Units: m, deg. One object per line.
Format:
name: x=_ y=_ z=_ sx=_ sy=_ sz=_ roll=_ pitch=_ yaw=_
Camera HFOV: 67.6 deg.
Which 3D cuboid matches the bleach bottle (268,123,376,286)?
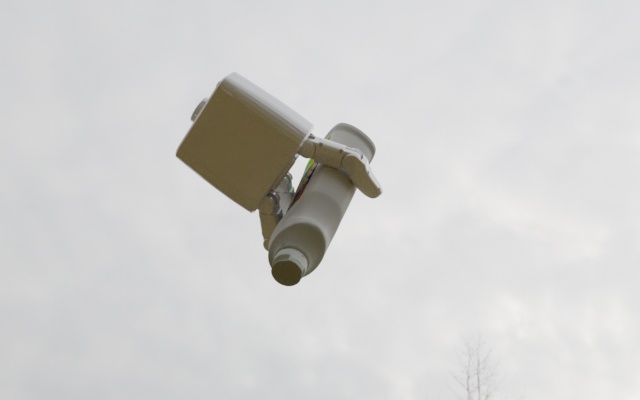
bleach bottle: x=0.000 y=0.002 z=0.524 sx=0.068 sy=0.103 sz=0.250 roll=35 pitch=29 yaw=-6
